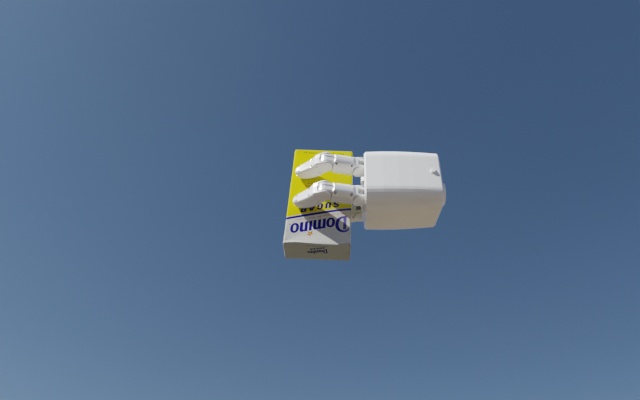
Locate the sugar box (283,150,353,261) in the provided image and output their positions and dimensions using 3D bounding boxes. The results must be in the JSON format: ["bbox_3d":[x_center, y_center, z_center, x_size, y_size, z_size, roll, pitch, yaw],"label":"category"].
[{"bbox_3d":[0.000,0.002,0.700,0.093,0.176,0.048,1,-41,2],"label":"sugar box"}]
